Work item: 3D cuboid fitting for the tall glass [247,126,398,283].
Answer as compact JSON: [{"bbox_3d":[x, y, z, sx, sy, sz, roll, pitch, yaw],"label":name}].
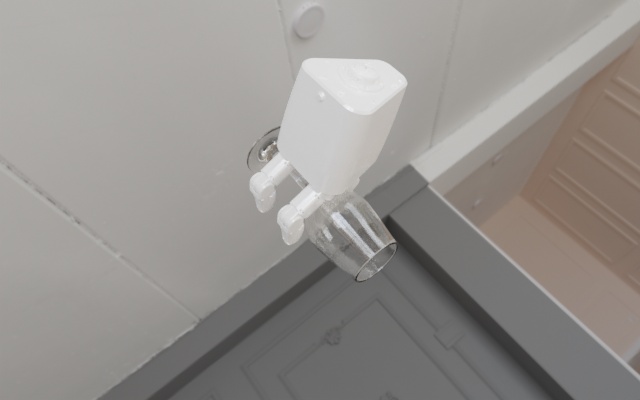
[{"bbox_3d":[0.000,0.001,0.558,0.201,0.079,0.079,47,24,25],"label":"tall glass"}]
